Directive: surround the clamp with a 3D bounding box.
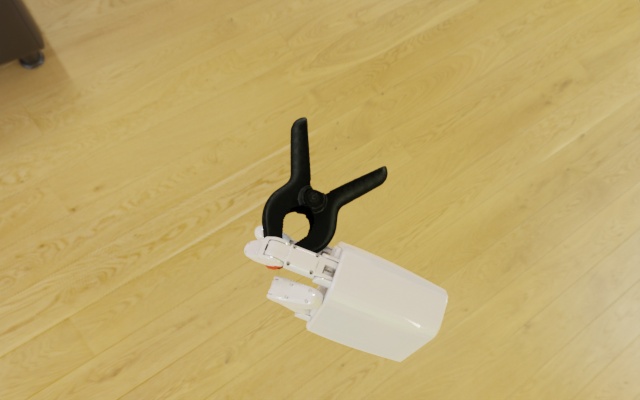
[{"bbox_3d":[0.000,0.002,0.510,0.120,0.171,0.039,21,-20,0],"label":"clamp"}]
